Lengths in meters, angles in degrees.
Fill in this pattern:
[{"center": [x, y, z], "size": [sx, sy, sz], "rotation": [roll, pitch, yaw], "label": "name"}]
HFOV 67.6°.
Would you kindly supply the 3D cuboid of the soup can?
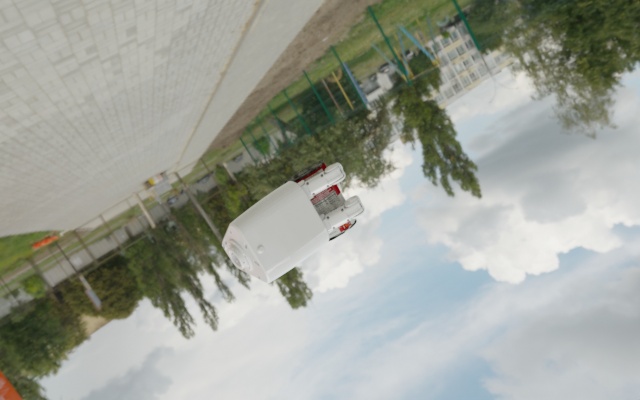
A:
[{"center": [0.001, 0.002, 0.694], "size": [0.068, 0.102, 0.068], "rotation": [-30, 9, 5], "label": "soup can"}]
